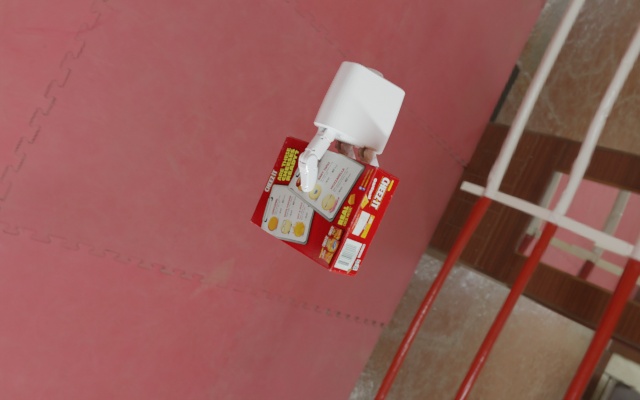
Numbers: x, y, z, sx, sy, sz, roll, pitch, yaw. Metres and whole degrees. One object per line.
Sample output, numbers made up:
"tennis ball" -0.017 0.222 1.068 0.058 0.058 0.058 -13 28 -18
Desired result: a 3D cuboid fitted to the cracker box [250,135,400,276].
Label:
"cracker box" 0.000 0.002 0.762 0.072 0.164 0.213 23 2 -45
